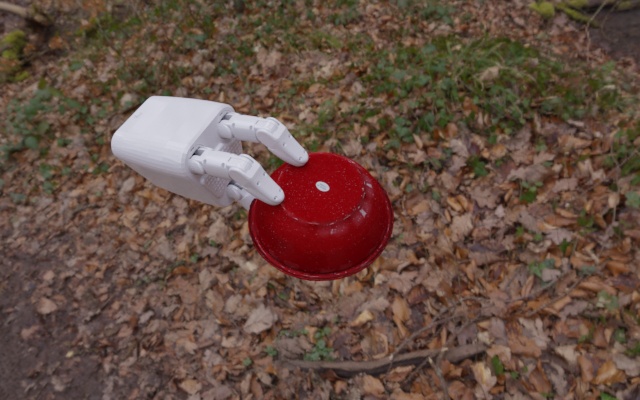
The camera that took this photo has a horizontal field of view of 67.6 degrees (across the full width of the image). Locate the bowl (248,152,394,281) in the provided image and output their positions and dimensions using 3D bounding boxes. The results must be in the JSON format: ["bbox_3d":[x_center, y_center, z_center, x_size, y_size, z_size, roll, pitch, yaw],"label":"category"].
[{"bbox_3d":[0.001,0.002,0.509,0.162,0.162,0.055,0,-35,0],"label":"bowl"}]
